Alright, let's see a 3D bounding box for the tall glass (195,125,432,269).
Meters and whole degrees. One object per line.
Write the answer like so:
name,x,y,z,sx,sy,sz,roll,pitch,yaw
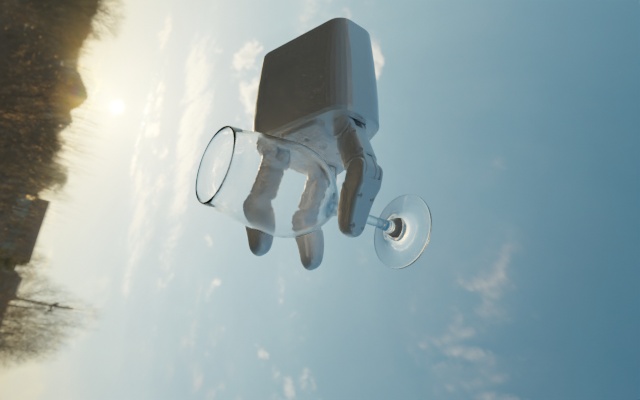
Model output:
tall glass,0.001,0.002,0.405,0.201,0.079,0.079,19,-11,-34
